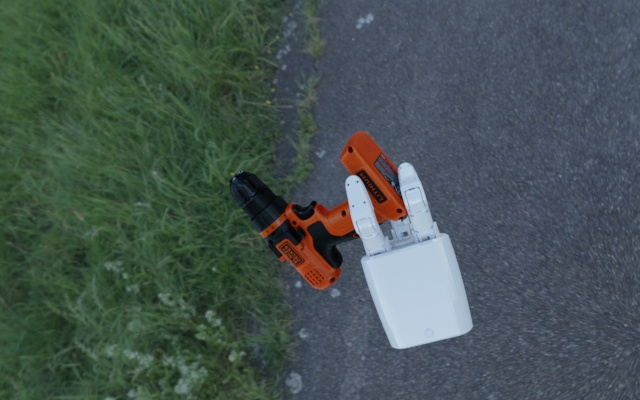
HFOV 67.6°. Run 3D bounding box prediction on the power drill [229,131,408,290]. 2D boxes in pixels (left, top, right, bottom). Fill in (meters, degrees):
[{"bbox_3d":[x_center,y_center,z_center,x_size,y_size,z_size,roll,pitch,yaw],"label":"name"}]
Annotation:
[{"bbox_3d":[0.001,0.002,0.566,0.188,0.184,0.057,-37,11,34],"label":"power drill"}]
